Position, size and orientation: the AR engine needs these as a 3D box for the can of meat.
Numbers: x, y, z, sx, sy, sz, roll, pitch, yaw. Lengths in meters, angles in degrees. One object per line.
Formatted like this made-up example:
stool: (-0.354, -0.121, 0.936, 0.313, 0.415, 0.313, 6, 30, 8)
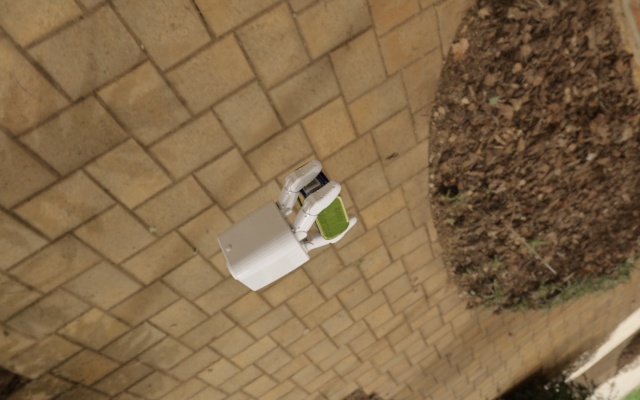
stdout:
can of meat: (0.000, 0.003, 0.761, 0.057, 0.084, 0.102, -29, -41, -7)
